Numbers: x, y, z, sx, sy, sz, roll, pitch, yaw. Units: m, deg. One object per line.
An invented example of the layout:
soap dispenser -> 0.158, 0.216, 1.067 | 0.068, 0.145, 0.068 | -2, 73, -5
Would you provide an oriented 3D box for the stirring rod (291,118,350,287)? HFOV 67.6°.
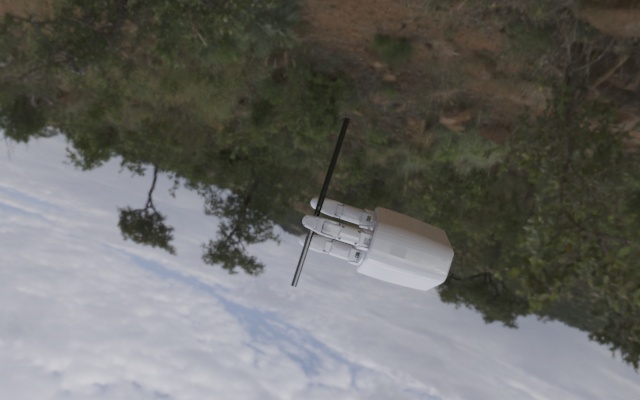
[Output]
stirring rod -> 0.000, 0.002, 0.653 | 0.011, 0.239, 0.011 | 18, -1, 0
